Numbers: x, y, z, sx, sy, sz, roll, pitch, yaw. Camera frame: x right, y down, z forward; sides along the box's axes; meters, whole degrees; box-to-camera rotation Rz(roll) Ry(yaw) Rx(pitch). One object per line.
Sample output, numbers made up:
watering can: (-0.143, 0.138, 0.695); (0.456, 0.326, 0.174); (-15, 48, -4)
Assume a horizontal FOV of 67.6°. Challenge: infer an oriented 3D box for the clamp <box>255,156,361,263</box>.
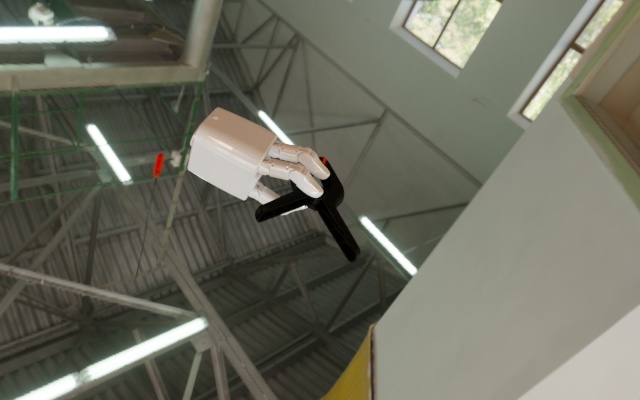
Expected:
clamp: (0.000, 0.003, 0.754); (0.164, 0.036, 0.209); (29, 35, -6)
